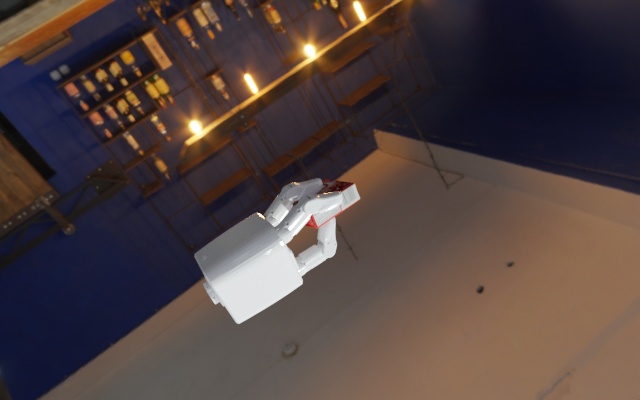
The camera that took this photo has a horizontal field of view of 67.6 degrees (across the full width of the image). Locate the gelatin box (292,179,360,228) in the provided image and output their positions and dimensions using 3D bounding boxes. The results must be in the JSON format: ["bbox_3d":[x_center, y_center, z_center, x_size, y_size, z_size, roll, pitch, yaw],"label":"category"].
[{"bbox_3d":[0.001,0.002,0.690,0.089,0.030,0.073,-33,25,-28],"label":"gelatin box"}]
